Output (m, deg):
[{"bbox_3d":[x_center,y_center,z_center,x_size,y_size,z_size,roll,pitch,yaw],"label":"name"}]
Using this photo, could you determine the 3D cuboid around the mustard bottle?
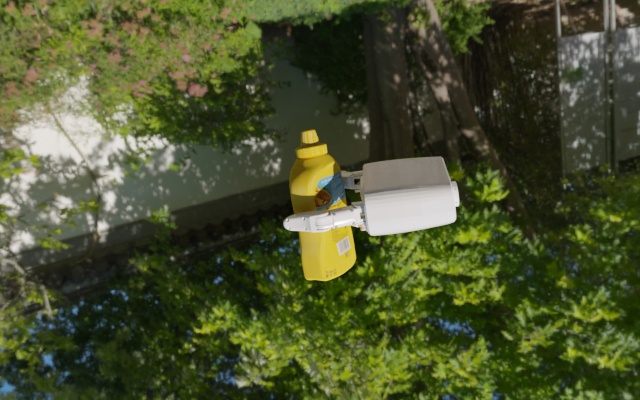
[{"bbox_3d":[0.000,0.002,0.634,0.058,0.192,0.096,-2,13,33],"label":"mustard bottle"}]
